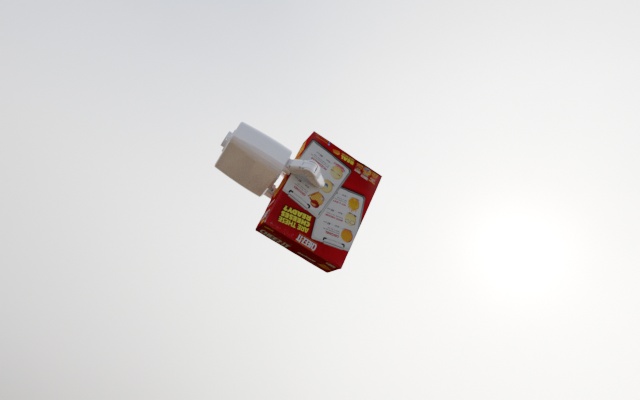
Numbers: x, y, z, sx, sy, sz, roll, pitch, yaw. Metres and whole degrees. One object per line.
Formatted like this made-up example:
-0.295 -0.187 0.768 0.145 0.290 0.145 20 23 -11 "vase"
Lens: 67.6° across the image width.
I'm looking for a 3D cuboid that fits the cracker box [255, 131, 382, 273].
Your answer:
0.000 0.003 0.895 0.164 0.213 0.072 32 -26 -11 "cracker box"
